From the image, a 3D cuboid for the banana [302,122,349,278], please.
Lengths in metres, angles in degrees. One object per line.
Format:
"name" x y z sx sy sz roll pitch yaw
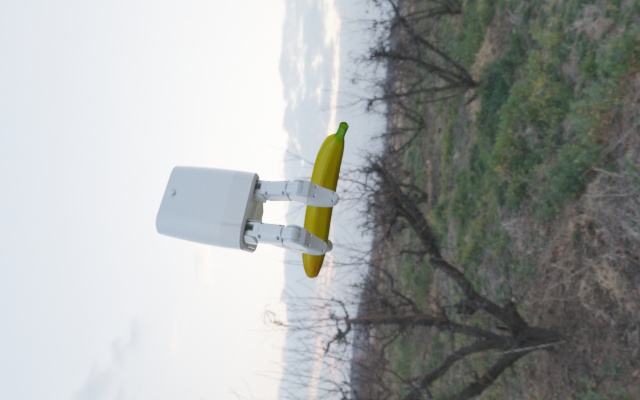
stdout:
"banana" 0.001 -0.001 0.618 0.037 0.198 0.069 10 -1 1
